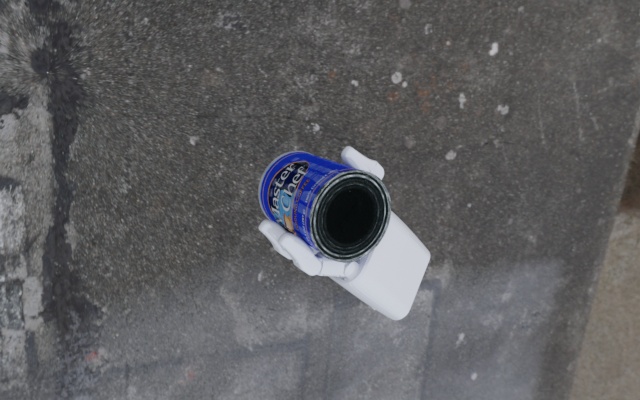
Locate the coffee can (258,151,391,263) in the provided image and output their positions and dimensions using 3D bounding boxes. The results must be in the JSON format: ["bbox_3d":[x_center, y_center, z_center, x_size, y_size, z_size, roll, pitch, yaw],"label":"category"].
[{"bbox_3d":[0.000,0.002,0.563,0.103,0.103,0.140,0,13,-30],"label":"coffee can"}]
